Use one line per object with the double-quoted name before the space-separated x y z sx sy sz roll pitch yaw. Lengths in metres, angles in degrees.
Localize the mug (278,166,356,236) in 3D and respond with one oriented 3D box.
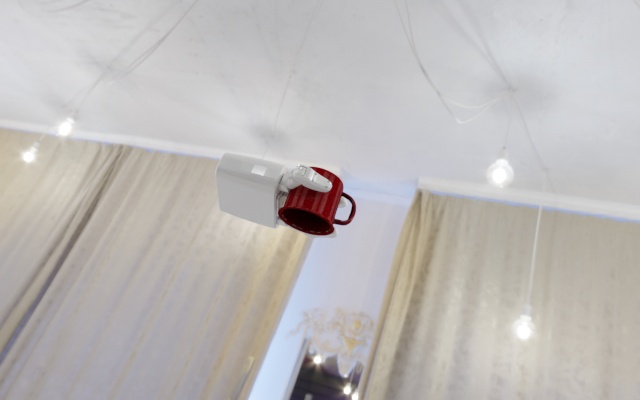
"mug" 0.002 0.003 0.761 0.117 0.081 0.093 15 -25 8
